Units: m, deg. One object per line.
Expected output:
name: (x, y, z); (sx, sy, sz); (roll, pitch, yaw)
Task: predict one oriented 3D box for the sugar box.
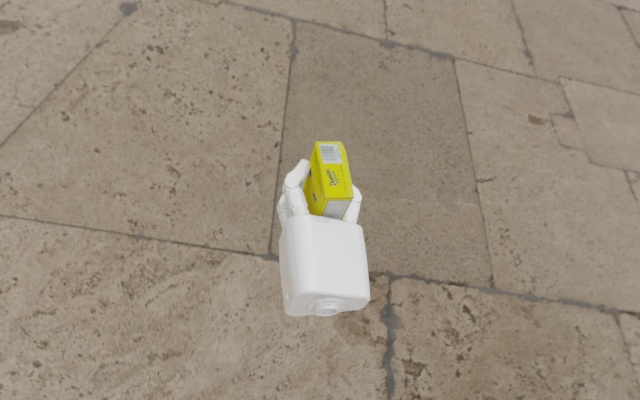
sugar box: (0.000, 0.002, 0.698); (0.048, 0.093, 0.176); (0, -31, -16)
